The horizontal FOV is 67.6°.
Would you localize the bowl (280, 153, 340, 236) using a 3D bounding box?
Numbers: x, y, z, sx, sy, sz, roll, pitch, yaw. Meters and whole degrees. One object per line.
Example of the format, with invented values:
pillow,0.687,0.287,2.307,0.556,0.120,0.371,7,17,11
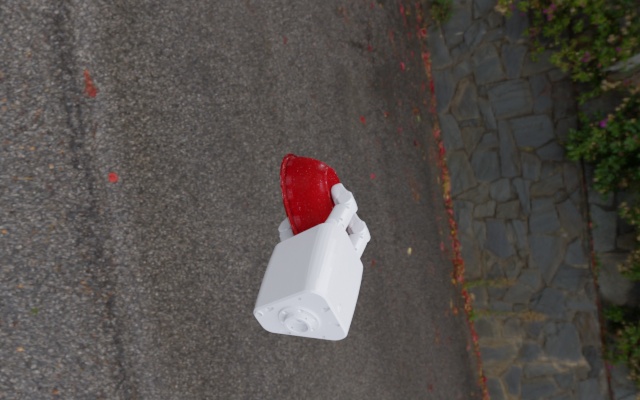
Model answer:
bowl,0.000,0.001,0.694,0.055,0.162,0.162,-16,-5,16
